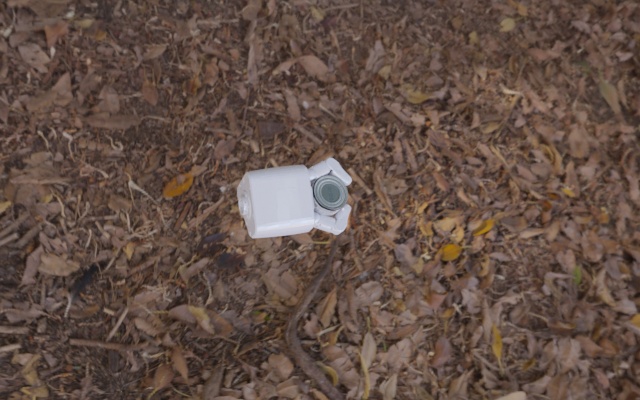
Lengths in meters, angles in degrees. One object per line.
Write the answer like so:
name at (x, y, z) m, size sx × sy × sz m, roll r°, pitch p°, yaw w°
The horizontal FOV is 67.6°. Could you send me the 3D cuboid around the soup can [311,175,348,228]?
soup can at (0.001, 0.003, 0.869) m, size 0.068 × 0.068 × 0.102 m, roll 0°, pitch -20°, yaw -23°
